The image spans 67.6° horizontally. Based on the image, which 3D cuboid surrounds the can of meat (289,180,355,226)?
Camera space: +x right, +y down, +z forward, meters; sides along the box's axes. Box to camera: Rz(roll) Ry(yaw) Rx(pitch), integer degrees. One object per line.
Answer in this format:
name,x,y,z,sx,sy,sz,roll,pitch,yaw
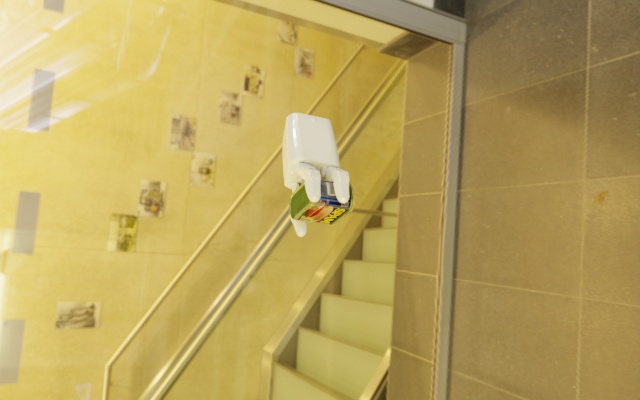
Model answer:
can of meat,0.000,0.003,0.862,0.084,0.057,0.102,7,-26,-26
